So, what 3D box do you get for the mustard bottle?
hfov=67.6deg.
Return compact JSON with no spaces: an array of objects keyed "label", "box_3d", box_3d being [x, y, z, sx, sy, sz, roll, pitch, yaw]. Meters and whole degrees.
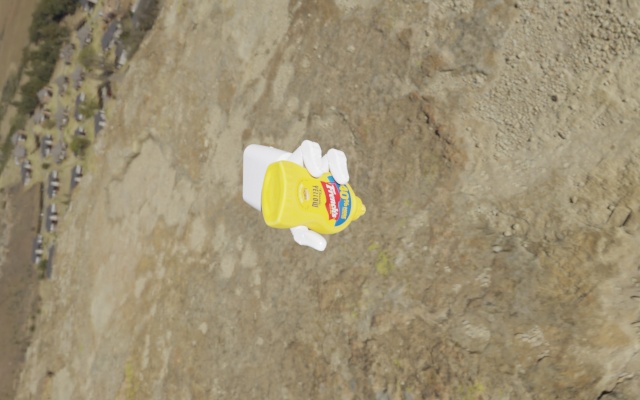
[{"label":"mustard bottle","box_3d":[0.000,0.002,0.739,0.191,0.096,0.058,12,-17,-43]}]
